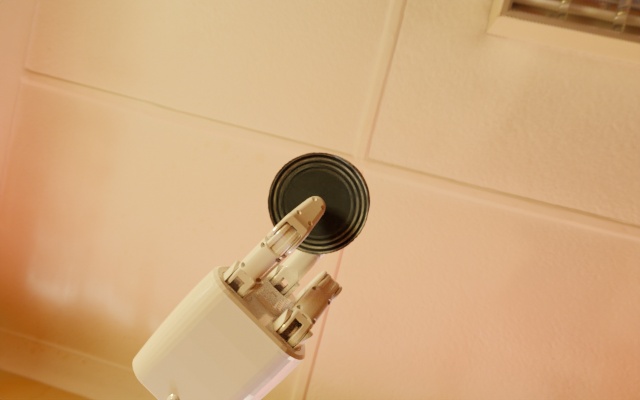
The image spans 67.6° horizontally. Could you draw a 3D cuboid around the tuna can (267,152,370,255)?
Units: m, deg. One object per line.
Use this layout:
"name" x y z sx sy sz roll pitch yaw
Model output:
"tuna can" 0.000 0.001 0.412 0.086 0.086 0.034 0 6 9
